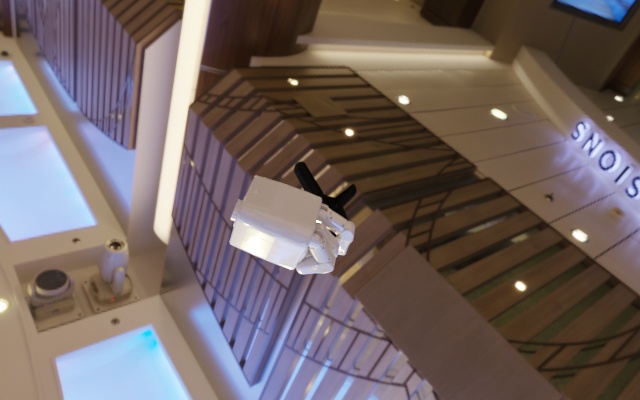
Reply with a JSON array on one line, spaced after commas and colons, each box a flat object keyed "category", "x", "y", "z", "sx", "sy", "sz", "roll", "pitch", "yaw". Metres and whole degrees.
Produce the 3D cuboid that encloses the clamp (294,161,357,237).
[{"category": "clamp", "x": 0.000, "y": 0.003, "z": 0.787, "sx": 0.120, "sy": 0.039, "sz": 0.171, "roll": 23, "pitch": 35, "yaw": -7}]
